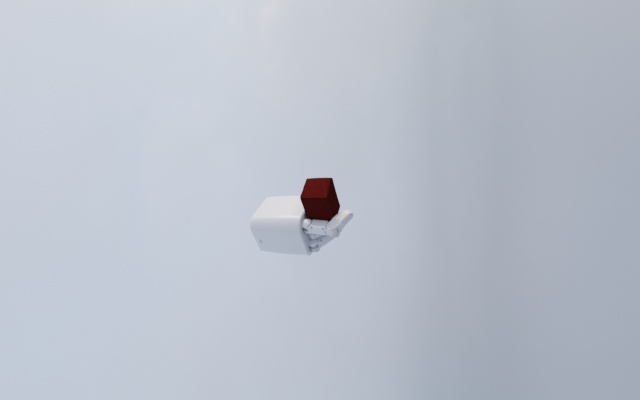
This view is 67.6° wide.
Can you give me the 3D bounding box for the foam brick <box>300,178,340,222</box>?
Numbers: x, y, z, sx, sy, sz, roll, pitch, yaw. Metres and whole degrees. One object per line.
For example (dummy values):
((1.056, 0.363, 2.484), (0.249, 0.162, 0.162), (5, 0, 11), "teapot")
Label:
((0.000, 0.003, 0.878), (0.051, 0.053, 0.078), (2, -43, 19), "foam brick")
